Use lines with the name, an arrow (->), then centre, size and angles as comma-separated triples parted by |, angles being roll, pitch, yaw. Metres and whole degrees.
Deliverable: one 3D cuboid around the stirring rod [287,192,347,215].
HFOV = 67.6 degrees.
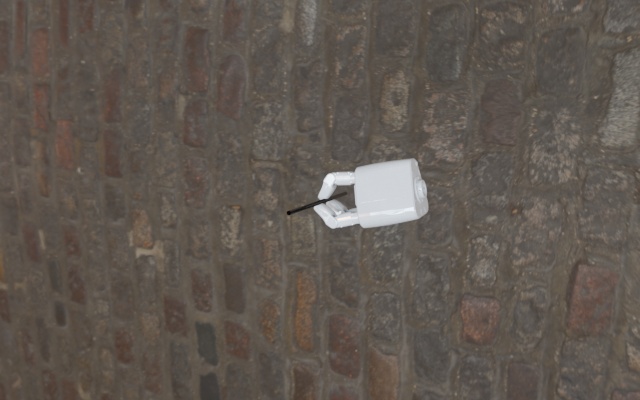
stirring rod -> 0.000, 0.003, 0.897 | 0.011, 0.011, 0.239 | 0, 9, 26
